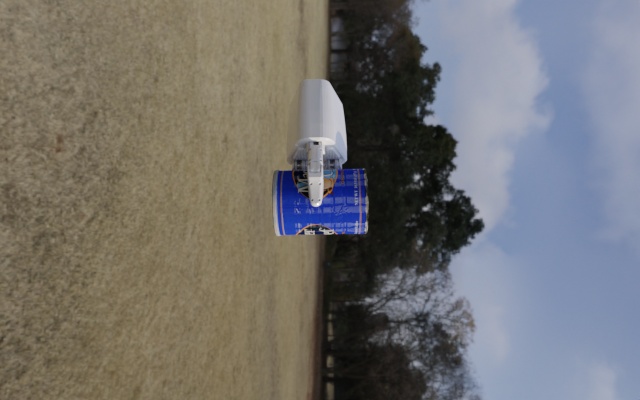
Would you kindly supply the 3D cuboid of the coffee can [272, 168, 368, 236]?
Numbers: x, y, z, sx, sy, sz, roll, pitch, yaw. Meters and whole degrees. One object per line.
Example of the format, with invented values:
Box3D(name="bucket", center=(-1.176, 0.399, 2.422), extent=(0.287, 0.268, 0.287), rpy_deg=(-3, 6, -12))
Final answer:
Box3D(name="coffee can", center=(0.000, 0.003, 0.743), extent=(0.140, 0.103, 0.103), rpy_deg=(-1, 0, 1))
